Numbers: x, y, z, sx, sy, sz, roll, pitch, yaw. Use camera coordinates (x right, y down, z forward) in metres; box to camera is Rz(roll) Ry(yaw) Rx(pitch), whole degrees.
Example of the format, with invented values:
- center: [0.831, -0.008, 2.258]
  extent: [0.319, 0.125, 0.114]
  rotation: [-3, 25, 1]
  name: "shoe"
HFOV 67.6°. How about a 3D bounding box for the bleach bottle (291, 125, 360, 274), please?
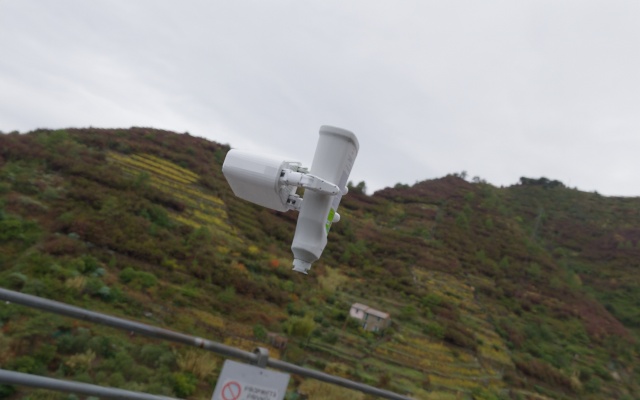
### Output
- center: [0.000, 0.003, 0.832]
  extent: [0.068, 0.251, 0.102]
  rotation: [15, -9, 16]
  name: "bleach bottle"
